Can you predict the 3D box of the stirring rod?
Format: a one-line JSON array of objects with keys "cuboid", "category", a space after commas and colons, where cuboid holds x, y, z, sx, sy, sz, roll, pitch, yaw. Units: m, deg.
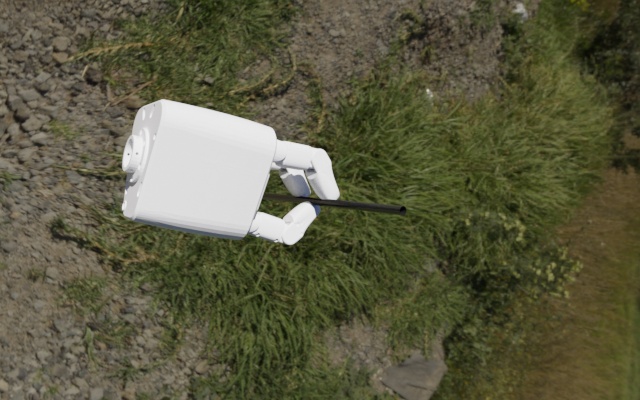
[{"cuboid": [0.000, 0.002, 0.498, 0.011, 0.011, 0.239, 0, 3, -35], "category": "stirring rod"}]
